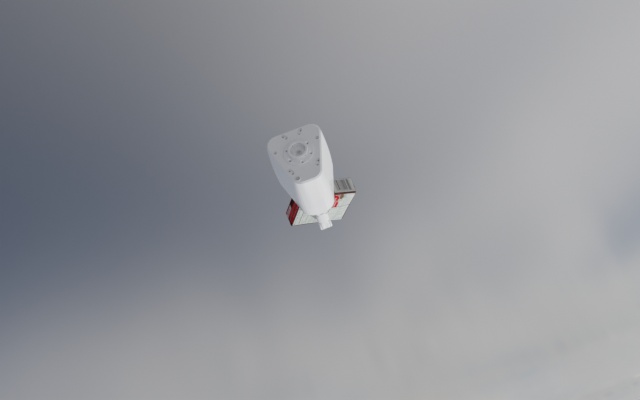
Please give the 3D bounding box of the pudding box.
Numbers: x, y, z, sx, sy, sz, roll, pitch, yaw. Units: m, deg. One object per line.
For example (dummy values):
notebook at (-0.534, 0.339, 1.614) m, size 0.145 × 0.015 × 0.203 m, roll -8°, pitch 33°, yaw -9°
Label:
pudding box at (0.000, 0.003, 0.892) m, size 0.113 × 0.039 × 0.090 m, roll -5°, pitch -35°, yaw -24°
